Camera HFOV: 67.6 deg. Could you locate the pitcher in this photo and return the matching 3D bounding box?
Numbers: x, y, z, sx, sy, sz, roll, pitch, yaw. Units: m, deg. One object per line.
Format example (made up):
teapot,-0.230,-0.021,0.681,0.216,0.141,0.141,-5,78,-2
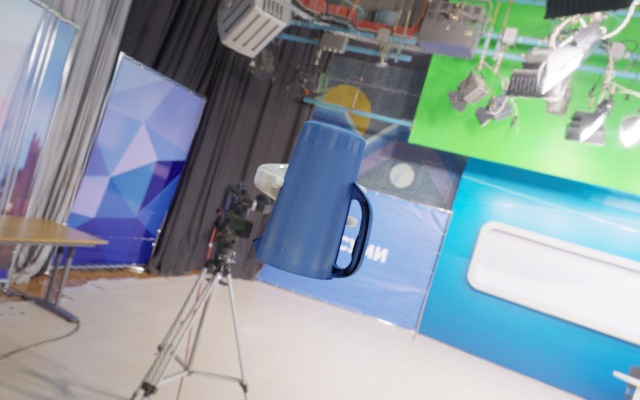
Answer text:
pitcher,0.000,0.003,0.777,0.149,0.243,0.145,16,1,-24
